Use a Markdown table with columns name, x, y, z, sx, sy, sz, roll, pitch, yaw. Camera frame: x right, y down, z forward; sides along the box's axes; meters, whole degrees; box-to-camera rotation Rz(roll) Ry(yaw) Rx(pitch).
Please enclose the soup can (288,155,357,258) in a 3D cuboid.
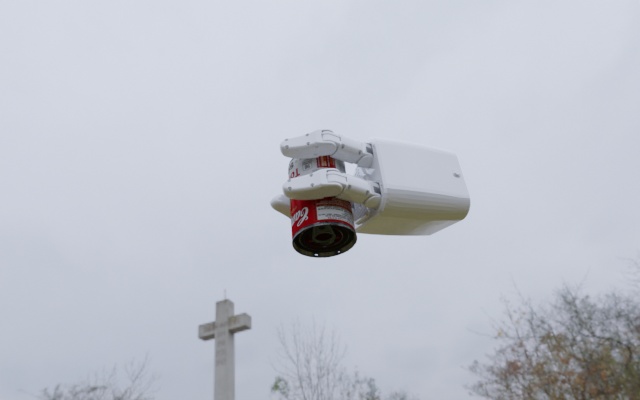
| name | x | y | z | sx | sy | sz | roll | pitch | yaw |
| --- | --- | --- | --- | --- | --- | --- | --- | --- | --- |
| soup can | 0.000 | 0.002 | 0.522 | 0.068 | 0.102 | 0.069 | -4 | -35 | -3 |
